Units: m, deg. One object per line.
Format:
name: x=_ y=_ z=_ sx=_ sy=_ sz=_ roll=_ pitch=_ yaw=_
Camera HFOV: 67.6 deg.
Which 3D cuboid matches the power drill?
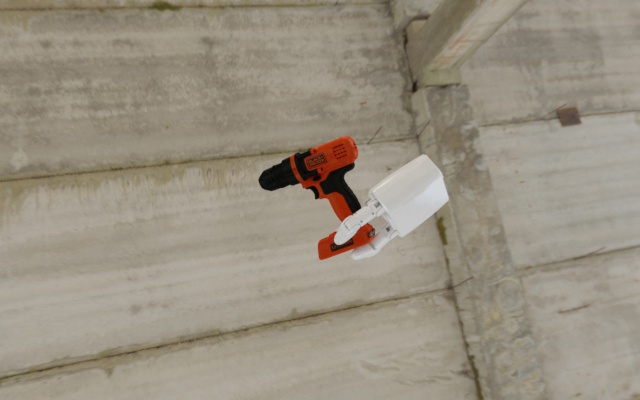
power drill: x=0.001 y=0.003 z=0.820 sx=0.184 sy=0.187 sz=0.057 roll=-21 pitch=3 yaw=18
